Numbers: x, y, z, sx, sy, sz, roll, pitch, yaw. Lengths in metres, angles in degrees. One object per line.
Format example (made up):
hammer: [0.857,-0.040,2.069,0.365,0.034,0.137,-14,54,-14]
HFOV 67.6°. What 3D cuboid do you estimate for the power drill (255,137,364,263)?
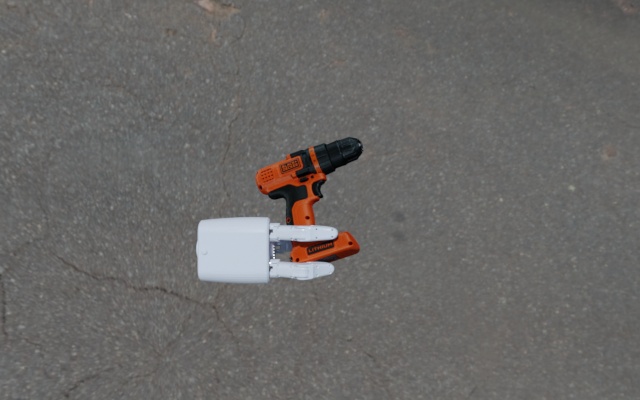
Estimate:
power drill: [0.000,0.003,0.756,0.184,0.187,0.057,-21,-23,10]
